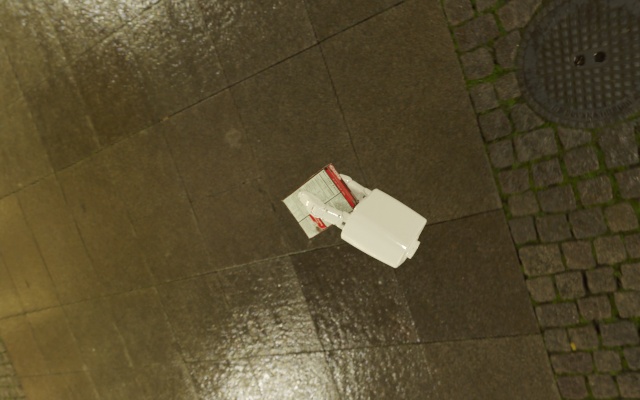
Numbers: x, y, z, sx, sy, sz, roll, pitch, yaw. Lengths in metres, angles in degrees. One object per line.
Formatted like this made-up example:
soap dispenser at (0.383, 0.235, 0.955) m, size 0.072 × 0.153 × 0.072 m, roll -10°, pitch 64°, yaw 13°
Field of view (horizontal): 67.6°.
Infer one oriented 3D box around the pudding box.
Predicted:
pudding box at (0.000, 0.003, 0.838) m, size 0.113 × 0.090 × 0.039 m, roll -36°, pitch -1°, yaw 29°
